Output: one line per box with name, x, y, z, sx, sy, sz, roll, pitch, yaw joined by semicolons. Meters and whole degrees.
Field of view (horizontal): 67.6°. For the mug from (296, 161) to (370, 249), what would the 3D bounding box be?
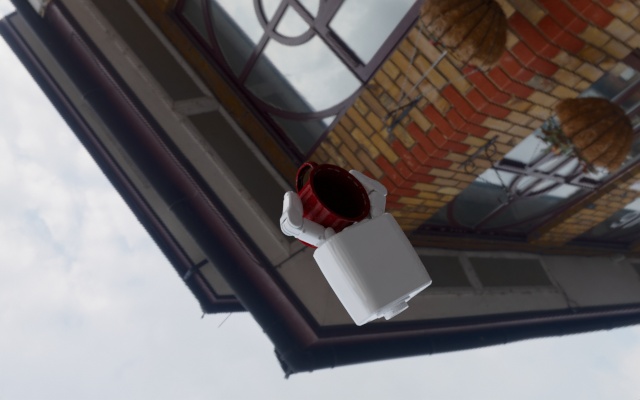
mug;-0.001;0.001;0.645;0.093;0.117;0.081;-11;-28;-44
